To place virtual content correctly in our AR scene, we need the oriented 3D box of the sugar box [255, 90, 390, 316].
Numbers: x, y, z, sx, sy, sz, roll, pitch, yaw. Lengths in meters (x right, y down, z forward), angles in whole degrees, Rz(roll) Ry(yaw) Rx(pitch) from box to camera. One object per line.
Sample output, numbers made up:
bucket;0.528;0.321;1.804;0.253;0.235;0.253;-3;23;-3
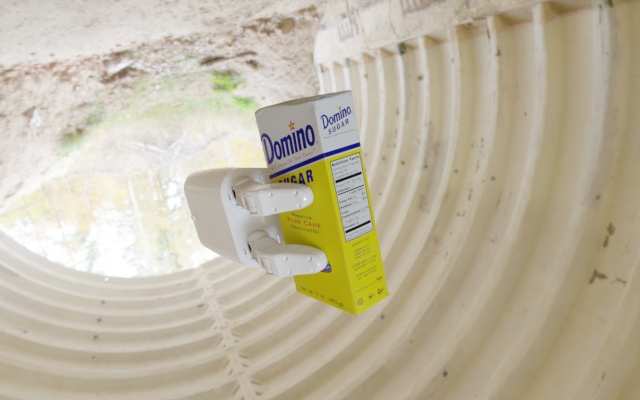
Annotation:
sugar box;0.000;0.002;0.407;0.048;0.176;0.093;-24;17;-33
